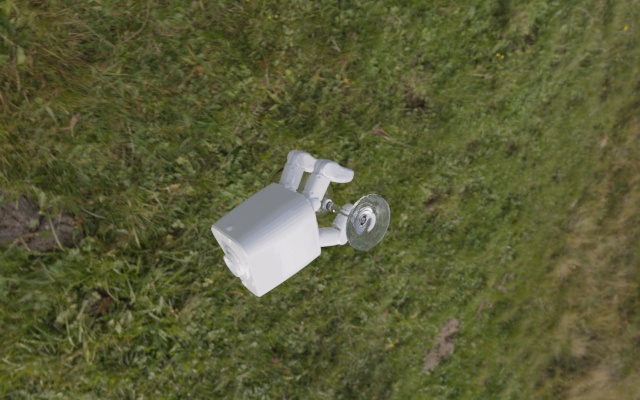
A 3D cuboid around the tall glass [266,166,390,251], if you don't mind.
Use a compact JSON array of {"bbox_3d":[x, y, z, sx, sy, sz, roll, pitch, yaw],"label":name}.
[{"bbox_3d":[0.001,0.002,0.673,0.079,0.079,0.201,0,15,-39],"label":"tall glass"}]
